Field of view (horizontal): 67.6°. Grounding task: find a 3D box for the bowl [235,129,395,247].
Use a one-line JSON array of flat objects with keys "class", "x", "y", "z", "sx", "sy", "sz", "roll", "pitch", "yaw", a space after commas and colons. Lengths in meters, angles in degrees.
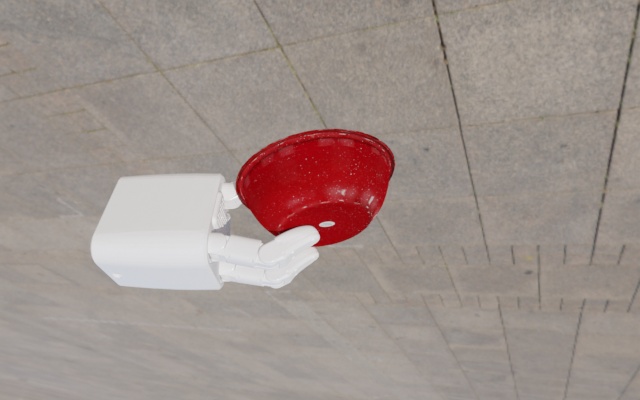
[{"class": "bowl", "x": 0.001, "y": 0.002, "z": 0.467, "sx": 0.162, "sy": 0.055, "sz": 0.162, "roll": -9, "pitch": -30, "yaw": -5}]
